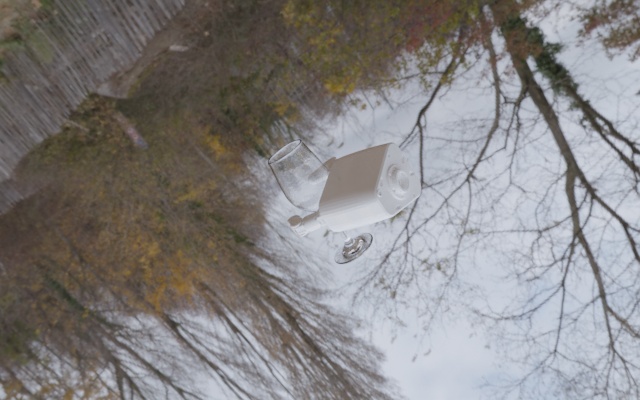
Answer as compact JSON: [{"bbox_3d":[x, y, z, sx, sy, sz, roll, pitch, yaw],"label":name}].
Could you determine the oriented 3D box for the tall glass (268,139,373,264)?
[{"bbox_3d":[0.000,0.003,0.750,0.079,0.201,0.079,-31,20,13],"label":"tall glass"}]
